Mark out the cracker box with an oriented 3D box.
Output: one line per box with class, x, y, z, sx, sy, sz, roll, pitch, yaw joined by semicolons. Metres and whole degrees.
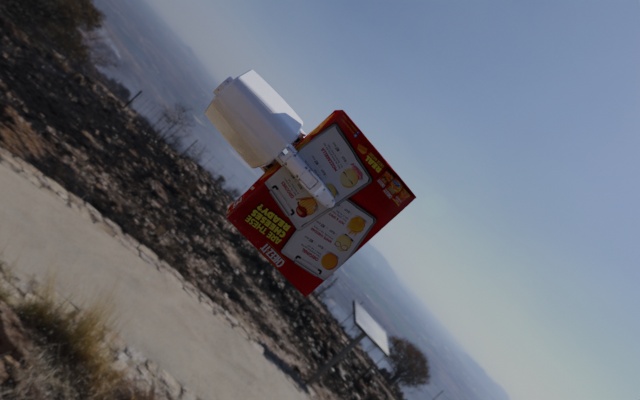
cracker box;0.000;0.002;0.681;0.213;0.164;0.072;-42;13;1
